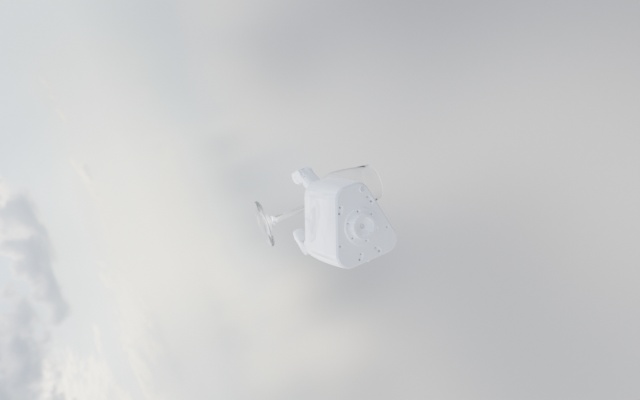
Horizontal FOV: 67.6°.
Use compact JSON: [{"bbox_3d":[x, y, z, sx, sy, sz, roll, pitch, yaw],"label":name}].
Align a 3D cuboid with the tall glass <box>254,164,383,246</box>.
[{"bbox_3d":[-0.001,0.003,0.766,0.201,0.079,0.079,-21,7,-19],"label":"tall glass"}]
